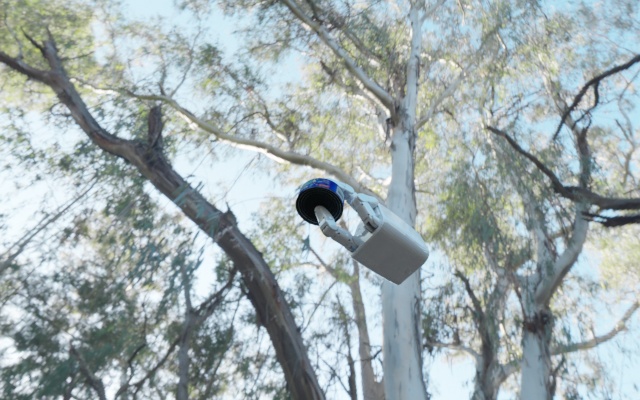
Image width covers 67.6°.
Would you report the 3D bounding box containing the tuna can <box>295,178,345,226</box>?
[{"bbox_3d":[0.000,0.002,0.852,0.086,0.086,0.033,0,35,10],"label":"tuna can"}]
